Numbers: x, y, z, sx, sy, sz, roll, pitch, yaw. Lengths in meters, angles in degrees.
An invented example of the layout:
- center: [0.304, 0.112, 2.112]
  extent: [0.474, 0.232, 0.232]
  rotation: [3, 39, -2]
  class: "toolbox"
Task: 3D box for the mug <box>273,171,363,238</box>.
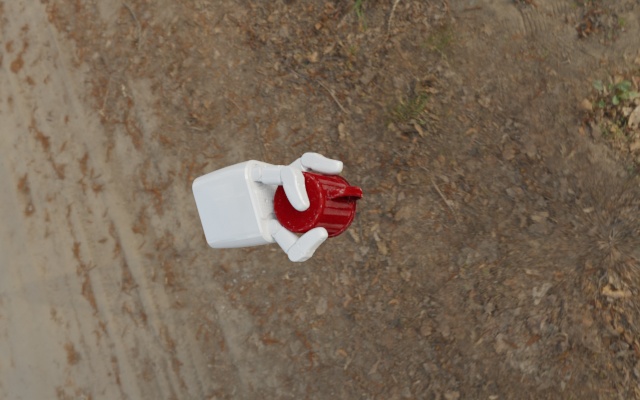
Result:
- center: [0.001, 0.002, 0.645]
  extent: [0.117, 0.093, 0.081]
  rotation: [-13, -11, 30]
  class: "mug"
